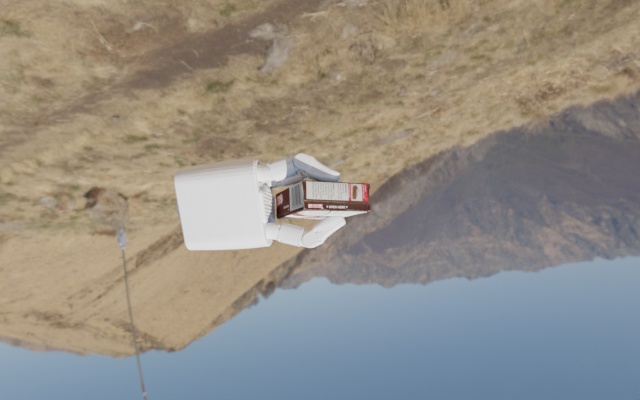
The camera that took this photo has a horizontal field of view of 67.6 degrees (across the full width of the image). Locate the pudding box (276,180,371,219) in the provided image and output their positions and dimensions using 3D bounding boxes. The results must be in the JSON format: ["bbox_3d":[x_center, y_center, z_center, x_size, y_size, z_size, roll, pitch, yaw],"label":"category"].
[{"bbox_3d":[0.000,0.002,0.612,0.090,0.039,0.113,1,-6,-21],"label":"pudding box"}]
